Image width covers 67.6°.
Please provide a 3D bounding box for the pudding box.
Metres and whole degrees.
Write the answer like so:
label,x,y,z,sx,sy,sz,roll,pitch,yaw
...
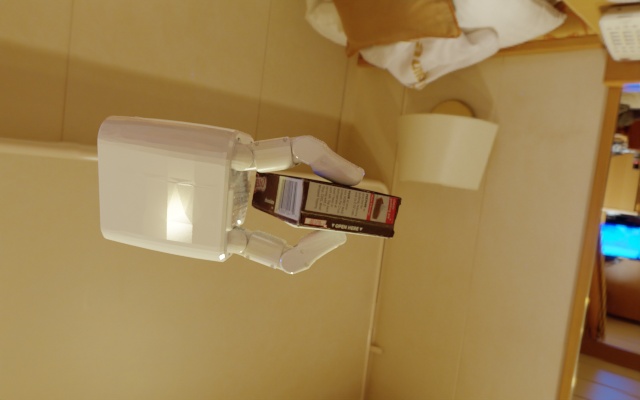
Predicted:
label,x,y,z,sx,sy,sz,roll,pitch,yaw
pudding box,0.000,0.002,0.413,0.090,0.039,0.113,9,4,-26
